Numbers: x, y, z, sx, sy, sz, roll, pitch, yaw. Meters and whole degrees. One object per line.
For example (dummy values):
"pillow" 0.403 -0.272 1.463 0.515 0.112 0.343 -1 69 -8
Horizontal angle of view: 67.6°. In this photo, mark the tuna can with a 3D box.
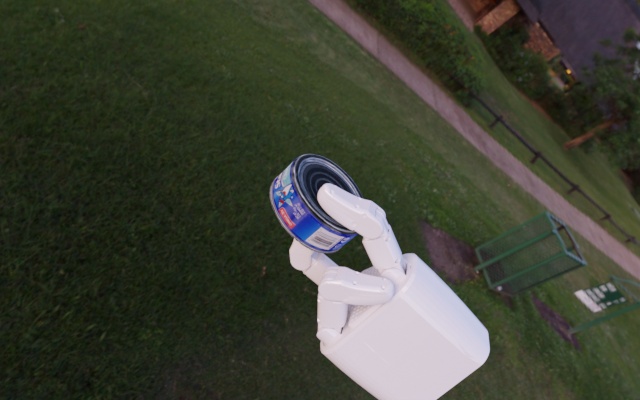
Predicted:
"tuna can" 0.000 0.001 0.419 0.086 0.086 0.034 0 -34 -49
